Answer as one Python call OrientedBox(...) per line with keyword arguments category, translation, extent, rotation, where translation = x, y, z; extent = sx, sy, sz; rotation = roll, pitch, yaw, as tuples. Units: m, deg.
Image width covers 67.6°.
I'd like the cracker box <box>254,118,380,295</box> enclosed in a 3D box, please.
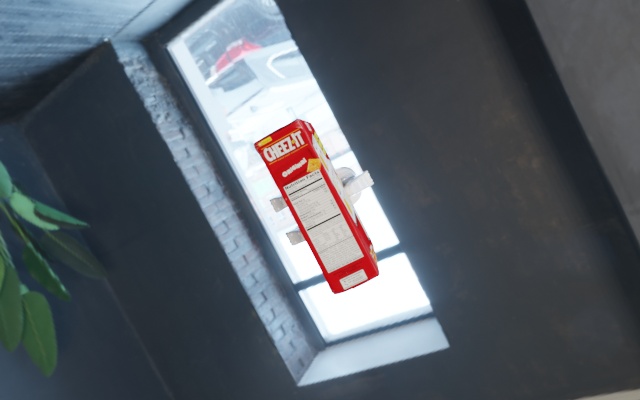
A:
OrientedBox(category="cracker box", translation=(0.000, 0.002, 0.644), extent=(0.072, 0.214, 0.164), rotation=(-27, 5, 7))
